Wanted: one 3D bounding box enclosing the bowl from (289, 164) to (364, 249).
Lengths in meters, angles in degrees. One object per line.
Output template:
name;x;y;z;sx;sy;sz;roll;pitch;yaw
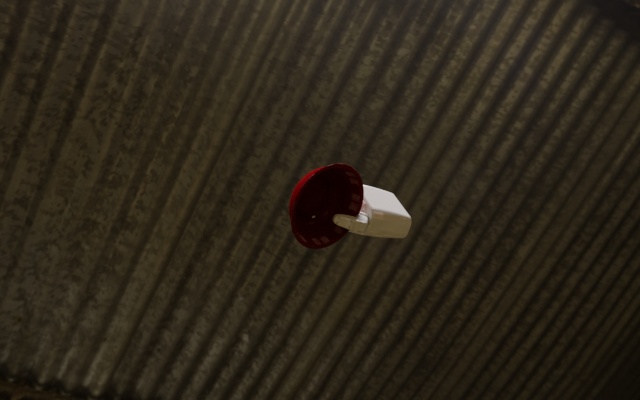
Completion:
bowl;-0.001;0.002;0.849;0.162;0.162;0.055;0;22;-42
